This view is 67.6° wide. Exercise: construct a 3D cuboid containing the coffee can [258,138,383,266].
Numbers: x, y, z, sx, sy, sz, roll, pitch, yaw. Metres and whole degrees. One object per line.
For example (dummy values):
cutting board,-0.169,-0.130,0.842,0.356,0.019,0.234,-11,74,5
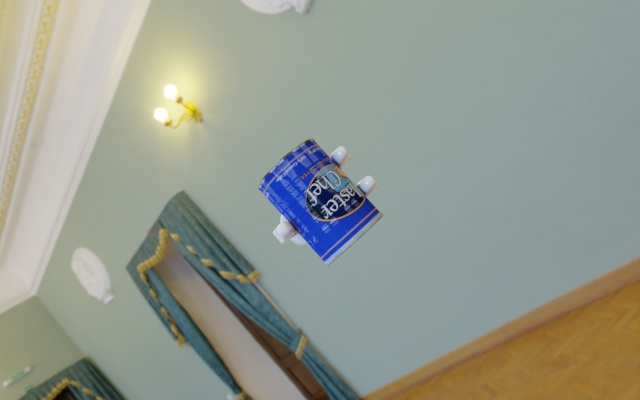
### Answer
coffee can,0.000,0.002,0.644,0.103,0.140,0.103,-42,-5,-4
